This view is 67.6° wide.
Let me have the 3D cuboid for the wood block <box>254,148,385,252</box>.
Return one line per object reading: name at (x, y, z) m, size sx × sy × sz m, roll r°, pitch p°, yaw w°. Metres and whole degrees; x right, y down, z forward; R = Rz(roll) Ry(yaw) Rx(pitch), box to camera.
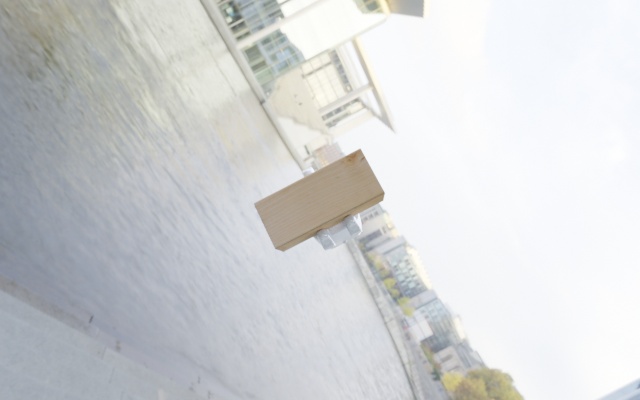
wood block at (0.000, 0.002, 0.843) m, size 0.206 × 0.091 × 0.090 m, roll -28°, pitch -11°, yaw 1°
